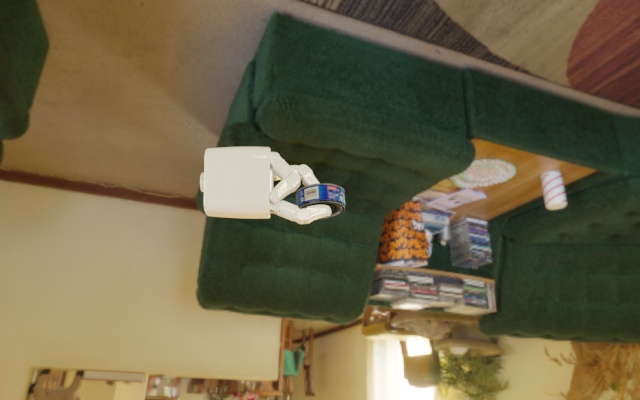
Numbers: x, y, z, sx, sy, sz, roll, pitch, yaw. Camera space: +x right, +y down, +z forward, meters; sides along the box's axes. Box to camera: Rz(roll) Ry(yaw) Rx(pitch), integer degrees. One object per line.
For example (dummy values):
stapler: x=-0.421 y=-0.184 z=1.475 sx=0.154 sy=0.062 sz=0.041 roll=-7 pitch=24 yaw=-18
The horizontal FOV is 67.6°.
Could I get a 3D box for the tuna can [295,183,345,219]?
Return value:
tuna can: x=0.000 y=0.003 z=0.823 sx=0.086 sy=0.033 sz=0.086 roll=-3 pitch=-23 yaw=-1
